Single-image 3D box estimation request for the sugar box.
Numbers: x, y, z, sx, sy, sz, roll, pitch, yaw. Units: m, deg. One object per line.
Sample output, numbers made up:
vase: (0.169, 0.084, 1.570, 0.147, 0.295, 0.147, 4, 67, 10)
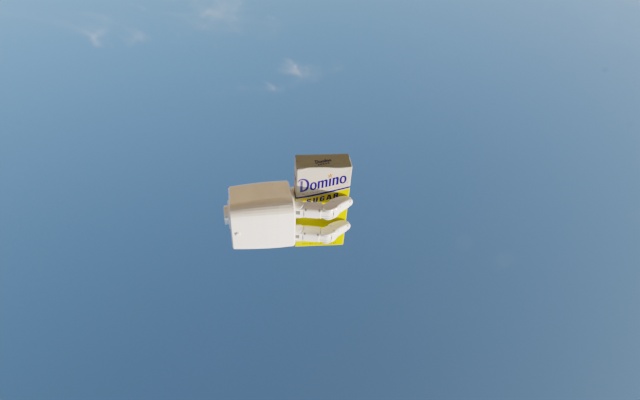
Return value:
sugar box: (0.000, 0.003, 0.831, 0.093, 0.176, 0.048, -3, 42, -7)
